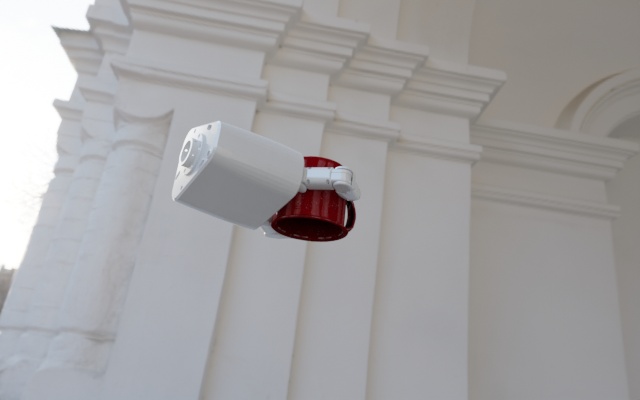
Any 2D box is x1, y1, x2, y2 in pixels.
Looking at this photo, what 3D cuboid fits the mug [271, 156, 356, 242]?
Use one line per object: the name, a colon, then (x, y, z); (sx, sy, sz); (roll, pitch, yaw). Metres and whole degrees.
mug: (0.001, 0.002, 0.591); (0.117, 0.081, 0.093); (21, -26, -33)
